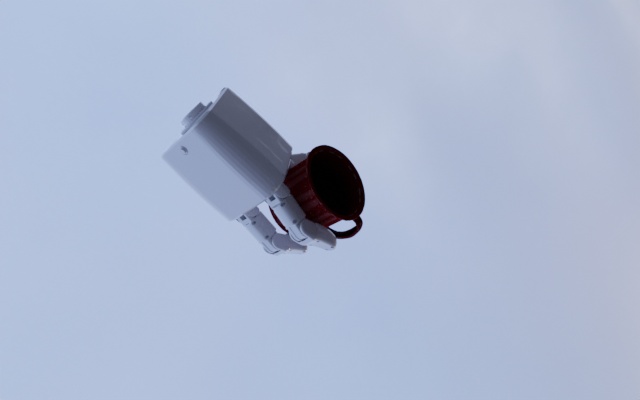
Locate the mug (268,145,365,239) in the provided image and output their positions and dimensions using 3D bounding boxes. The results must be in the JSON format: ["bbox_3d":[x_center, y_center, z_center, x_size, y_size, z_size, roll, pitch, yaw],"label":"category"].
[{"bbox_3d":[0.001,0.003,0.567,0.081,0.117,0.093,-29,25,39],"label":"mug"}]
